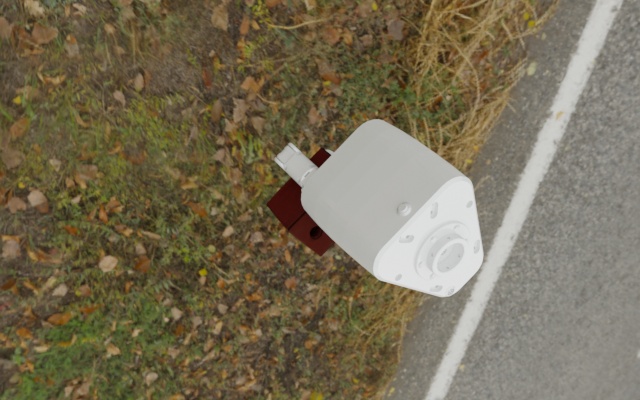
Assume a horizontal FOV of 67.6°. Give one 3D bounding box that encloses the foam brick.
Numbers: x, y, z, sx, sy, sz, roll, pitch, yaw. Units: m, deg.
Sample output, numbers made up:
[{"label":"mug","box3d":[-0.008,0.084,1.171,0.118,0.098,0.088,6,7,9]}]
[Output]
[{"label":"foam brick","box3d":[0.000,0.002,0.442,0.053,0.078,0.051,43,1,-42]}]
